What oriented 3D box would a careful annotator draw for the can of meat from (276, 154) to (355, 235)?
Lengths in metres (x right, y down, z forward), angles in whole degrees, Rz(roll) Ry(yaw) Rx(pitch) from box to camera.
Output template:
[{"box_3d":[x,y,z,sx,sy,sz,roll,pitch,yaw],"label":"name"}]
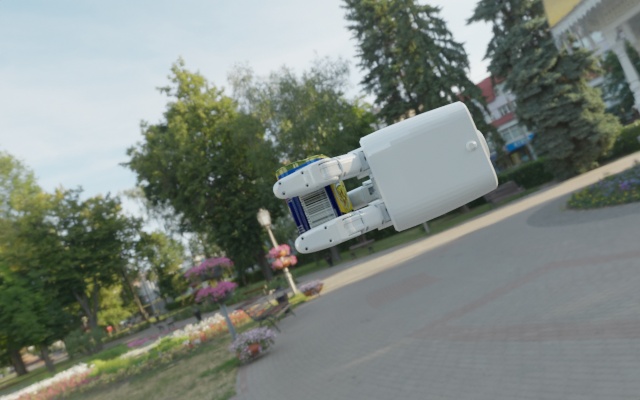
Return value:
[{"box_3d":[0.000,0.001,0.501,0.057,0.084,0.102,-22,-5,11],"label":"can of meat"}]
